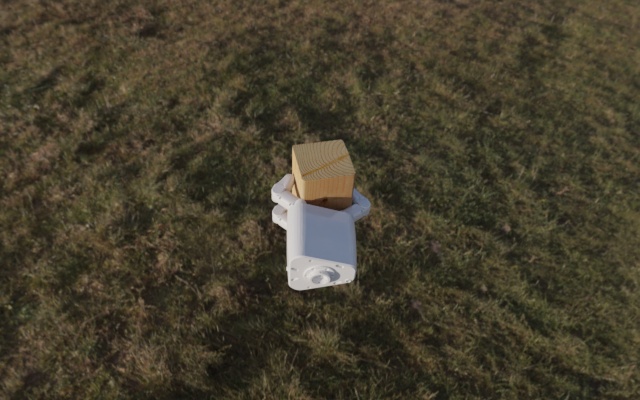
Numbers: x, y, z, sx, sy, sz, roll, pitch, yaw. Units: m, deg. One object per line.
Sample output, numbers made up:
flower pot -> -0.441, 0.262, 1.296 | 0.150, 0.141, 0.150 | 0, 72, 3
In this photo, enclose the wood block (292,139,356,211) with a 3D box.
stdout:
wood block -> 0.001, 0.003, 0.854 | 0.091, 0.090, 0.206 | -8, -42, -11
